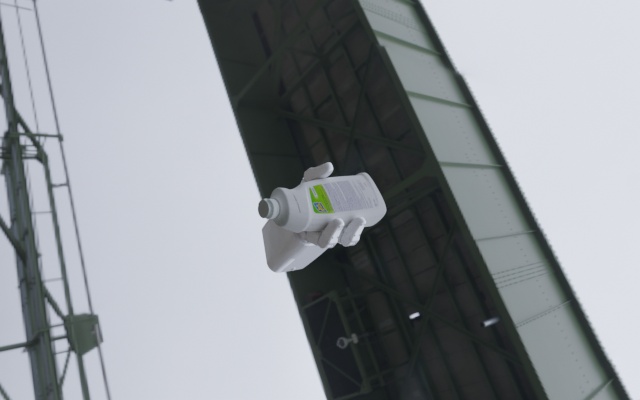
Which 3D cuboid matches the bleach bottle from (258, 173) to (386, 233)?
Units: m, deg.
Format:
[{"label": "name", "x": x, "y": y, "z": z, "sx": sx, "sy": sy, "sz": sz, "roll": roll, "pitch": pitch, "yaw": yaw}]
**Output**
[{"label": "bleach bottle", "x": 0.000, "y": 0.003, "z": 0.810, "sx": 0.251, "sy": 0.102, "sz": 0.068, "roll": -2, "pitch": -35, "yaw": -44}]
